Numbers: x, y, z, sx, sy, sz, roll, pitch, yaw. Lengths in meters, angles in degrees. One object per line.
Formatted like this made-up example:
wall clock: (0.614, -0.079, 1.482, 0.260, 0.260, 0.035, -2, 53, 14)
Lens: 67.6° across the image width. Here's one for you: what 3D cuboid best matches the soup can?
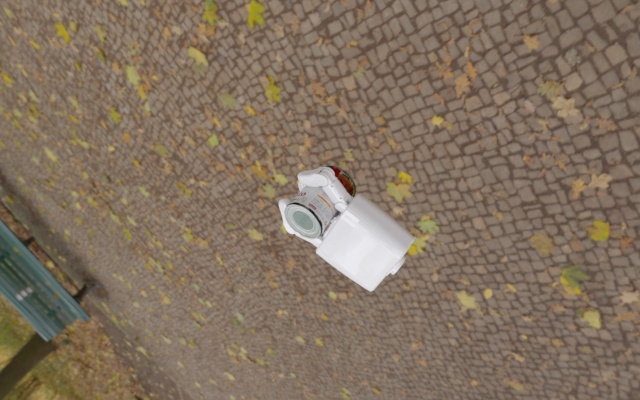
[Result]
soup can: (0.000, 0.002, 0.726, 0.068, 0.068, 0.102, 0, 36, 41)
